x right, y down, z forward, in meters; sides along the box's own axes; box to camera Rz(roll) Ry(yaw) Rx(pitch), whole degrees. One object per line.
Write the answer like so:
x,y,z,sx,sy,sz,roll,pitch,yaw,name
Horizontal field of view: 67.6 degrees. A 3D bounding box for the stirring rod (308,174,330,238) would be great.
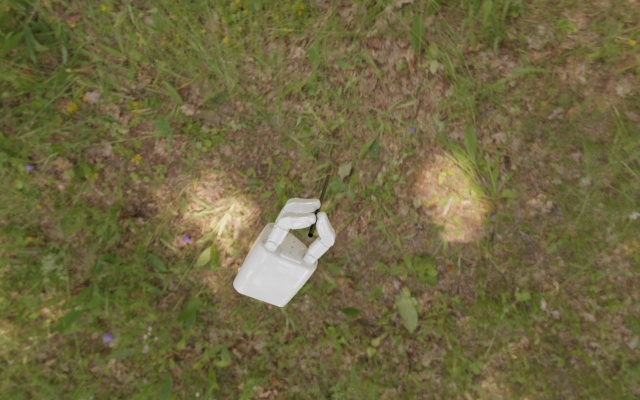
0.000,0.003,0.840,0.011,0.011,0.239,0,25,8,stirring rod
